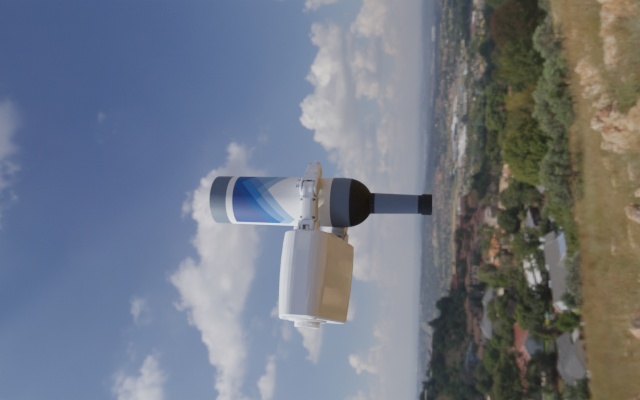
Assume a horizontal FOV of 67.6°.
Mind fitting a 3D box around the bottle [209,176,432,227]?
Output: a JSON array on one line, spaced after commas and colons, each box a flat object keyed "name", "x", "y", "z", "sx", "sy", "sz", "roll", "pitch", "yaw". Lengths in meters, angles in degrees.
[{"name": "bottle", "x": 0.000, "y": 0.002, "z": 0.648, "sx": 0.296, "sy": 0.069, "sz": 0.069, "roll": 1, "pitch": 0, "yaw": 12}]
